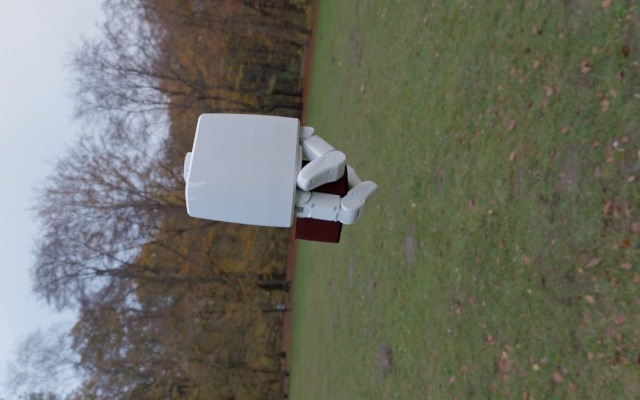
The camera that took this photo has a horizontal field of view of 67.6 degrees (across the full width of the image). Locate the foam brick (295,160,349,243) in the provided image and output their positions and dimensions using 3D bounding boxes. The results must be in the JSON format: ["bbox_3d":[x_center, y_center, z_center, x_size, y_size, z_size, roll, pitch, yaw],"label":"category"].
[{"bbox_3d":[0.000,0.002,0.531,0.051,0.078,0.053,4,44,-4],"label":"foam brick"}]
